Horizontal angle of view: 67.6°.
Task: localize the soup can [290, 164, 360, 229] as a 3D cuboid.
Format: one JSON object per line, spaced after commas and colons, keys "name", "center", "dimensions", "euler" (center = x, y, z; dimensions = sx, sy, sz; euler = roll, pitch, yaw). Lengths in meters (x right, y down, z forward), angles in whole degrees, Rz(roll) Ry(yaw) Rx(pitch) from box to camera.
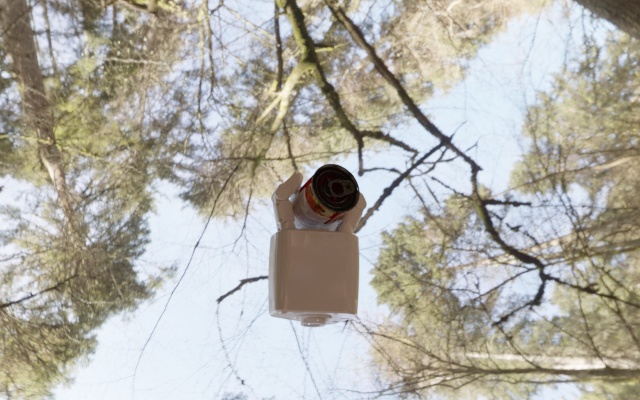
{"name": "soup can", "center": [0.000, 0.002, 0.650], "dimensions": [0.068, 0.068, 0.102], "euler": [0, -22, -26]}
